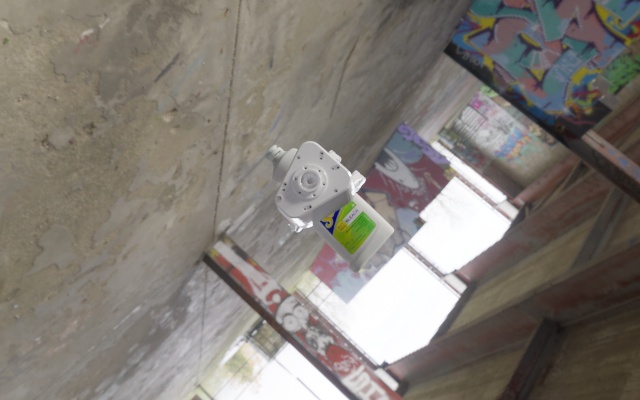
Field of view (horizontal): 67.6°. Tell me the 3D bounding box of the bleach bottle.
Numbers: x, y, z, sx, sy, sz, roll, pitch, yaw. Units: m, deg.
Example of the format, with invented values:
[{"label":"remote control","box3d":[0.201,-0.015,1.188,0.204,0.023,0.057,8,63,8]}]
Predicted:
[{"label":"bleach bottle","box3d":[0.000,0.003,0.811,0.251,0.102,0.068,41,-2,9]}]
